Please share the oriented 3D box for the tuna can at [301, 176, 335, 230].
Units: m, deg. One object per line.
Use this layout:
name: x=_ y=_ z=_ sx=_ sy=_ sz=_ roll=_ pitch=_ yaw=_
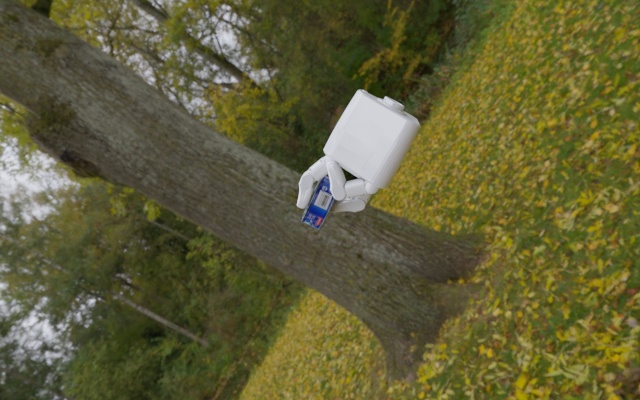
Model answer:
tuna can: x=0.000 y=0.002 z=0.783 sx=0.034 sy=0.086 sz=0.086 roll=25 pitch=-2 yaw=-4
